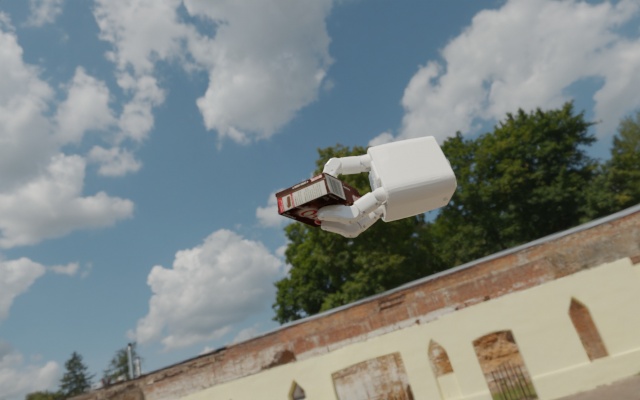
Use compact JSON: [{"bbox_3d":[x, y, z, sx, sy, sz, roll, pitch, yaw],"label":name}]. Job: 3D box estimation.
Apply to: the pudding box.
[{"bbox_3d":[0.000,0.002,0.720,0.090,0.039,0.113,-23,-25,24],"label":"pudding box"}]
